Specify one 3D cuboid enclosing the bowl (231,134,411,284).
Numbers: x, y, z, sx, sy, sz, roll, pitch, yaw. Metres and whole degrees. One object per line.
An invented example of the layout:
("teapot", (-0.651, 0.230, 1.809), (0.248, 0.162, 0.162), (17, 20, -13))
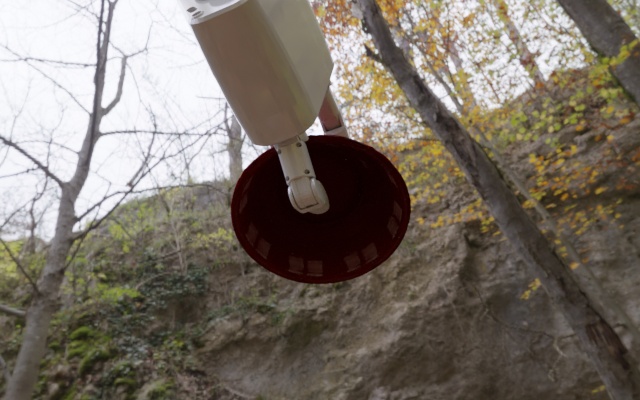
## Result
("bowl", (0.000, 0.002, 0.451), (0.162, 0.162, 0.055), (0, 32, -1))
